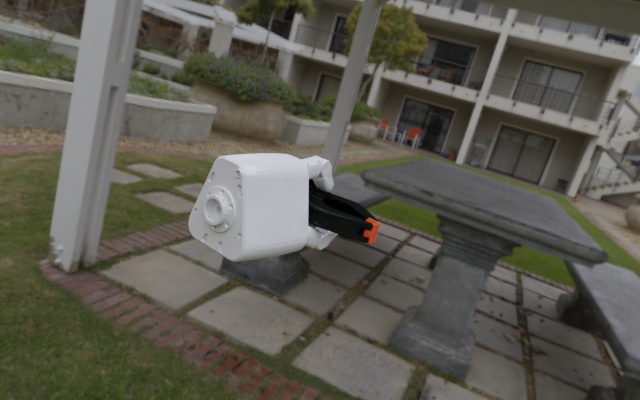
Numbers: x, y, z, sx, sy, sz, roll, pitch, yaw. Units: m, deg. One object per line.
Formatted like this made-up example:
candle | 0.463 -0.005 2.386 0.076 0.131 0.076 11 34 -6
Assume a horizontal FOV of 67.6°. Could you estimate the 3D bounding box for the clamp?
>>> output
clamp | 0.001 0.002 0.658 0.210 0.036 0.164 24 19 32
